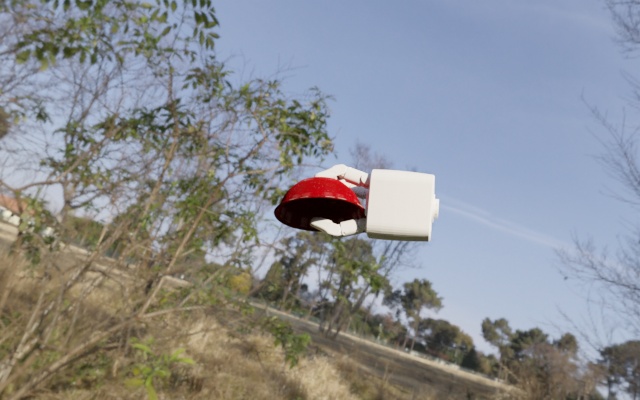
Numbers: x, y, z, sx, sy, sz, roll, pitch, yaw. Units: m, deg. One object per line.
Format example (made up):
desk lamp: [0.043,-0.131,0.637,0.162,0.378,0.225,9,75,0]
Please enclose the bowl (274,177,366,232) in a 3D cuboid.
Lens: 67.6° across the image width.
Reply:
bowl: [-0.001,0.002,0.838,0.162,0.055,0.162,0,-24,0]
